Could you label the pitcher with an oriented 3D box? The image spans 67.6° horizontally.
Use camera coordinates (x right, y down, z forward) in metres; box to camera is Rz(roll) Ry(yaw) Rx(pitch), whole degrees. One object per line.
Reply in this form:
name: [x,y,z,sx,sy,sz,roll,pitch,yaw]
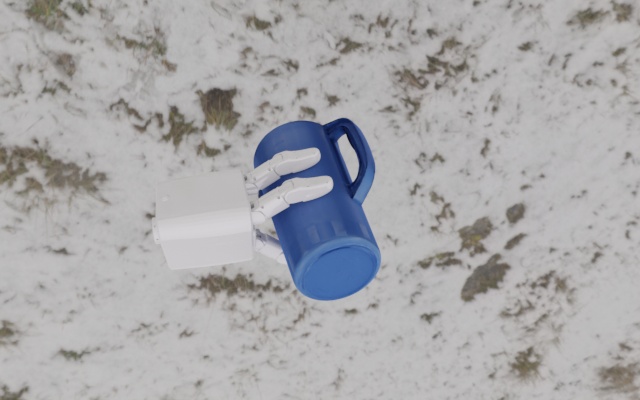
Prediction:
pitcher: [0.000,0.002,0.634,0.145,0.149,0.242,-6,41,-14]
